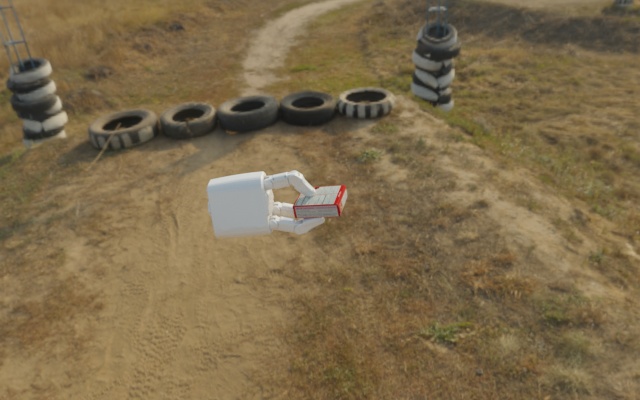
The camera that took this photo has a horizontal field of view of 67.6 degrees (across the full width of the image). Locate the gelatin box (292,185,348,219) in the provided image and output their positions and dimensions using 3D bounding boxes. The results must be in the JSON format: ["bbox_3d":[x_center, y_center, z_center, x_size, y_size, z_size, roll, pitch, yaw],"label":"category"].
[{"bbox_3d":[0.000,0.003,0.894,0.089,0.030,0.073,-4,29,18],"label":"gelatin box"}]
